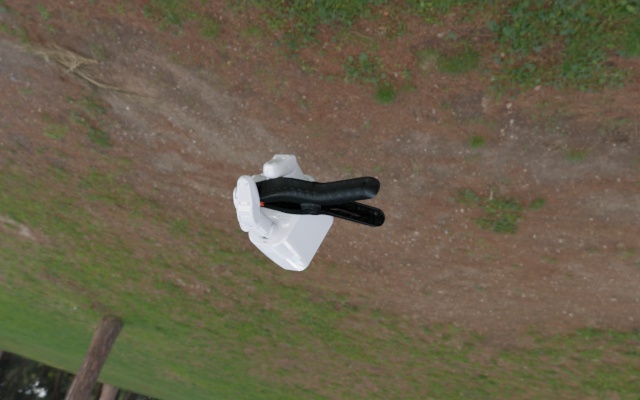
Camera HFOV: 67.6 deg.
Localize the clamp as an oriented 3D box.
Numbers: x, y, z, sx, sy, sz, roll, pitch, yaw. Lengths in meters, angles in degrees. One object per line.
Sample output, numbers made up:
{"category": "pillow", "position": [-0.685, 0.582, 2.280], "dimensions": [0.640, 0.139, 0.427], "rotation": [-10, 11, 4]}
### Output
{"category": "clamp", "position": [0.000, 0.002, 0.588], "dimensions": [0.171, 0.039, 0.120], "rotation": [4, -26, 22]}
